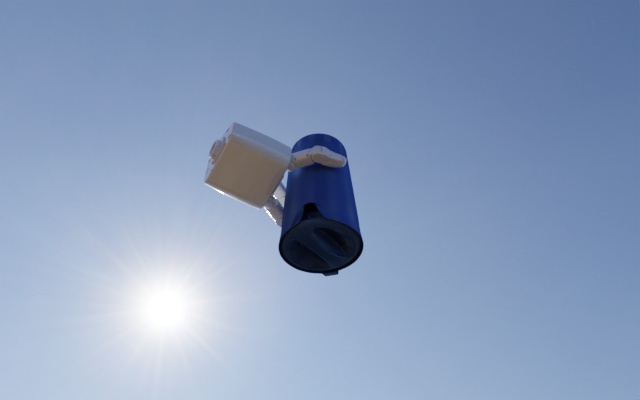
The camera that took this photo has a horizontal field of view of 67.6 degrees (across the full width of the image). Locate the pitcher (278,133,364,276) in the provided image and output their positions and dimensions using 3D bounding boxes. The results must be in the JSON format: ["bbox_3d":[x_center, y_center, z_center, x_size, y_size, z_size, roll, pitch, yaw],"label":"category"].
[{"bbox_3d":[0.000,0.003,0.834,0.145,0.242,0.149,23,-50,-22],"label":"pitcher"}]
